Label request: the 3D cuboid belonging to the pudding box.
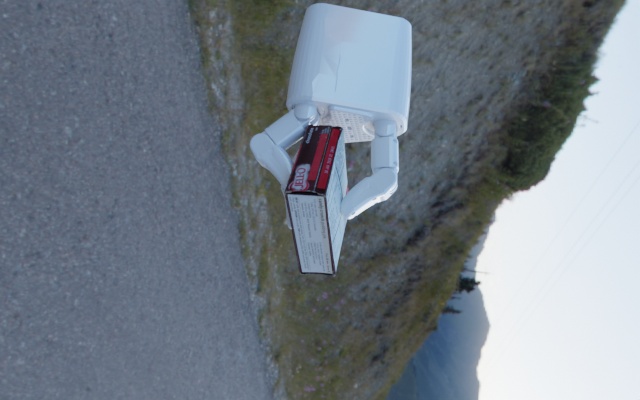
[{"bbox_3d":[0.000,0.001,0.438,0.039,0.090,0.114,4,-44,13],"label":"pudding box"}]
